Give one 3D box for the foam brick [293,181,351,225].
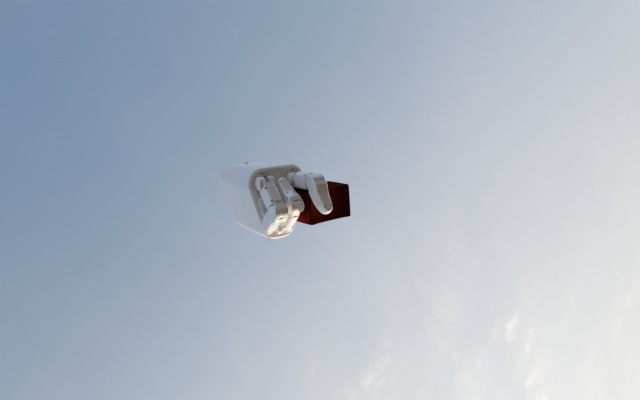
[{"bbox_3d":[0.000,0.002,0.730,0.078,0.053,0.051,-11,14,-37],"label":"foam brick"}]
